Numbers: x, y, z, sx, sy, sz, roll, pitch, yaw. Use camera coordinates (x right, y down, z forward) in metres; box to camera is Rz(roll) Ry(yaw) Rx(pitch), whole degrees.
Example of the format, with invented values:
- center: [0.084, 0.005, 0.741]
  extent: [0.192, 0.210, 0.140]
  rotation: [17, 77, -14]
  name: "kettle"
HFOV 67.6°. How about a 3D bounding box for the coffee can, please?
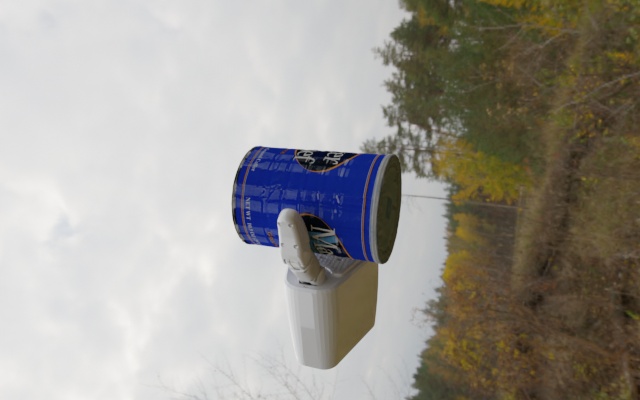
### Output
- center: [0.000, 0.001, 0.466]
  extent: [0.140, 0.103, 0.103]
  rotation: [6, 2, 20]
  name: "coffee can"
